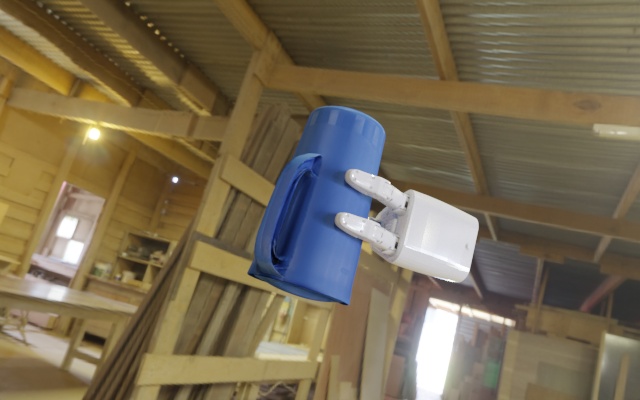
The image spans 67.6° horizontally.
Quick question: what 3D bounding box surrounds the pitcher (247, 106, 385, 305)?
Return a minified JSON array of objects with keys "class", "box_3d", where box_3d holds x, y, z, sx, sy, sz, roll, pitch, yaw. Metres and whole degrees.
[{"class":"pitcher","box_3d":[0.000,0.002,0.613,0.145,0.242,0.149,20,-14,-13]}]
